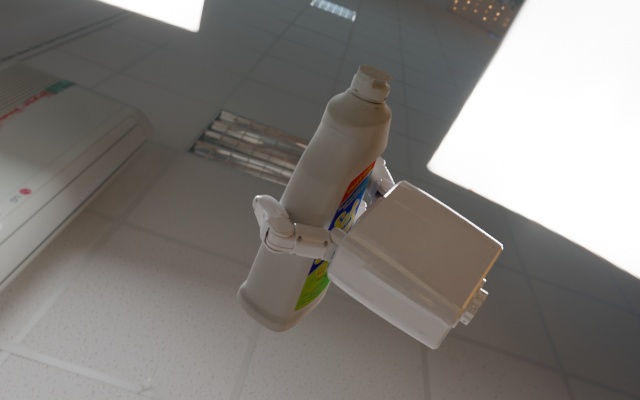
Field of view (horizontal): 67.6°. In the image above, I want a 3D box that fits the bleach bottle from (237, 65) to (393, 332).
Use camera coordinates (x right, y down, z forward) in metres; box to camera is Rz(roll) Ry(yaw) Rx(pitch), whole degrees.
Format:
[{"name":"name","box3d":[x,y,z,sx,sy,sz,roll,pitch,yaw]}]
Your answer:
[{"name":"bleach bottle","box3d":[0.000,0.001,0.434,0.068,0.251,0.102,34,34,20]}]
